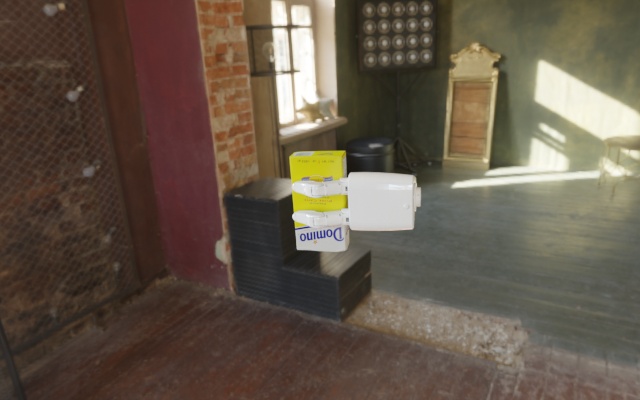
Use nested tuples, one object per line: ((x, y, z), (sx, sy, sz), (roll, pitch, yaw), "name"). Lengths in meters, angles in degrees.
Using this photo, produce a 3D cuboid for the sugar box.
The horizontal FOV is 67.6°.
((0.000, 0.003, 0.836), (0.093, 0.176, 0.048), (1, 19, 13), "sugar box")
